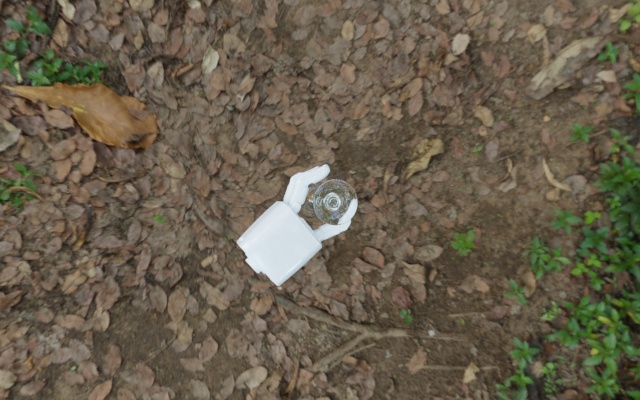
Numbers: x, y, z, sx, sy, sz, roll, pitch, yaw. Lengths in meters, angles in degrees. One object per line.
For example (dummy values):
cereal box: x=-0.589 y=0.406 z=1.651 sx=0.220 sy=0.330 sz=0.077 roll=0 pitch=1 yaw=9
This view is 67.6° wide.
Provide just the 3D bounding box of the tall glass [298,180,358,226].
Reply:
tall glass: x=0.000 y=0.003 z=0.863 sx=0.079 sy=0.079 sz=0.201 roll=0 pitch=1 yaw=-14
